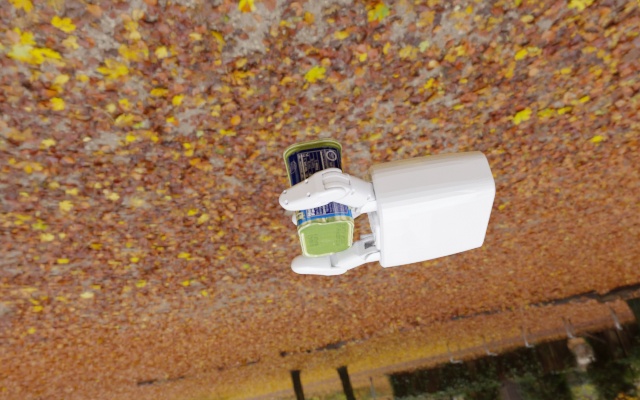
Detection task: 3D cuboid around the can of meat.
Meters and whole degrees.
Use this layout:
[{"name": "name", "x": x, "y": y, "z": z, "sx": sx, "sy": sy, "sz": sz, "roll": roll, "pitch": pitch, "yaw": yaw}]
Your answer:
[{"name": "can of meat", "x": 0.000, "y": 0.002, "z": 0.474, "sx": 0.057, "sy": 0.084, "sz": 0.102, "roll": -9, "pitch": -24, "yaw": -2}]
